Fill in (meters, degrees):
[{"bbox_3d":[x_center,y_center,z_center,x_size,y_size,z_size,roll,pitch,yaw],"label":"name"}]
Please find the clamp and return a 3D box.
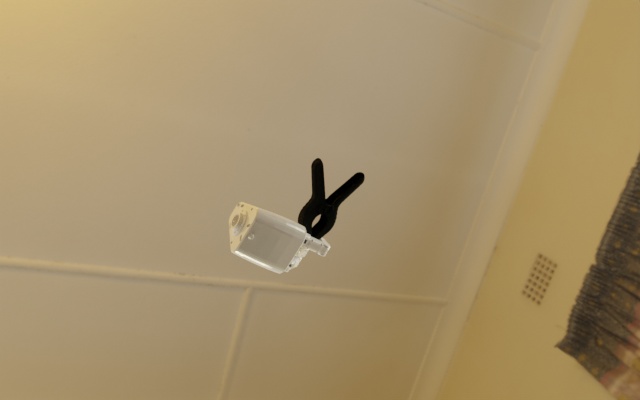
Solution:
[{"bbox_3d":[0.000,0.003,0.884,0.120,0.171,0.039,27,7,-34],"label":"clamp"}]
